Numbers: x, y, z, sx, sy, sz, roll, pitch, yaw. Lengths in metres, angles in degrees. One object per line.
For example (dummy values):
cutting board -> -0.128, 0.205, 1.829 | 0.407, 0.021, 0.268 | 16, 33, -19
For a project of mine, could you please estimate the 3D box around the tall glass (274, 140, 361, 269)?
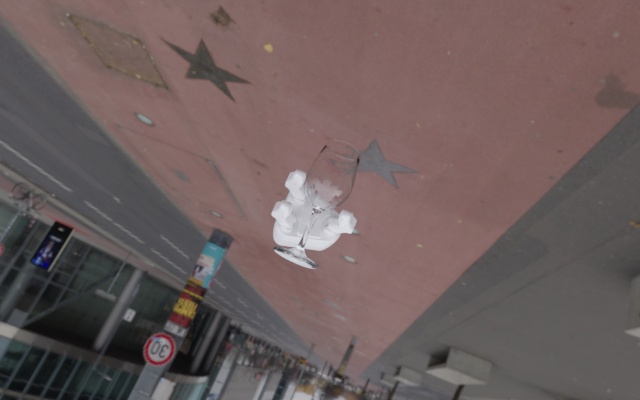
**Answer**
tall glass -> 0.000, 0.003, 0.761 | 0.079, 0.201, 0.079 | 22, -18, 7
